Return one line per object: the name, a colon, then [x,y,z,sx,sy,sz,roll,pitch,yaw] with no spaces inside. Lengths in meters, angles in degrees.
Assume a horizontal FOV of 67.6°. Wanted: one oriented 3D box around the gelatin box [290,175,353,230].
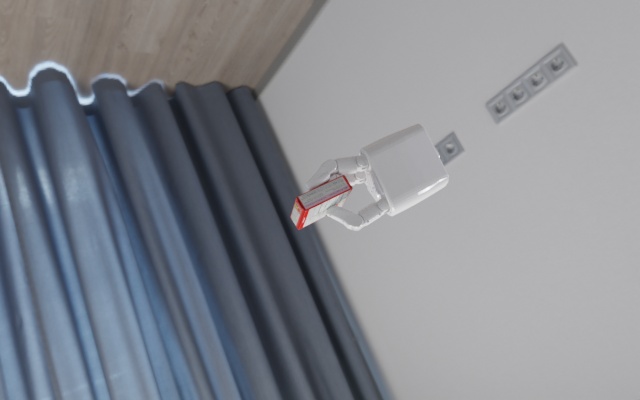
gelatin box: [0.000,0.003,0.747,0.089,0.030,0.073,-27,-17,-22]
